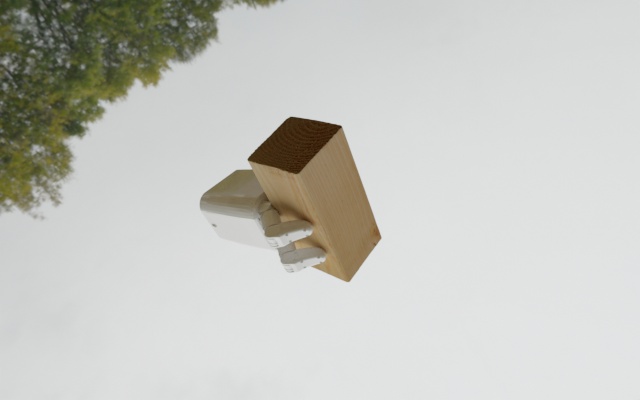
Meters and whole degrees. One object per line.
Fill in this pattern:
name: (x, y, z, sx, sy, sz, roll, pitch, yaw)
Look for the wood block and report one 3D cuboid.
wood block: (0.000, 0.002, 0.634, 0.090, 0.090, 0.206, 17, -34, 37)
